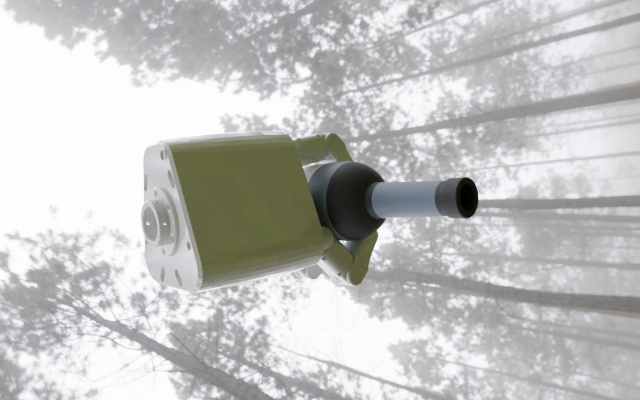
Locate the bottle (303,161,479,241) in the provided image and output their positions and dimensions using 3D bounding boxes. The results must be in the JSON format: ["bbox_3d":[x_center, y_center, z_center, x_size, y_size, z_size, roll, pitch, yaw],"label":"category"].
[{"bbox_3d":[0.000,0.001,0.424,0.069,0.069,0.296,0,-1,-41],"label":"bottle"}]
